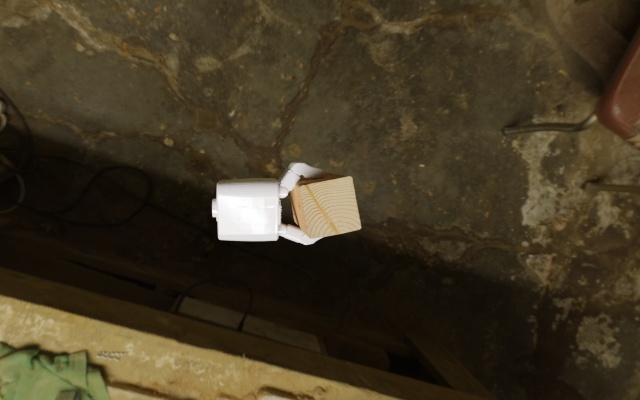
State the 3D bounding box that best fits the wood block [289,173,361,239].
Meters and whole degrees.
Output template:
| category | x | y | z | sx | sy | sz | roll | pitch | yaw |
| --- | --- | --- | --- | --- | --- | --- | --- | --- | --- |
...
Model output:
| category | x | y | z | sx | sy | sz | roll | pitch | yaw |
| --- | --- | --- | --- | --- | --- | --- | --- | --- | --- |
| wood block | 0.000 | 0.003 | 0.868 | 0.090 | 0.091 | 0.206 | -11 | 7 | -8 |
